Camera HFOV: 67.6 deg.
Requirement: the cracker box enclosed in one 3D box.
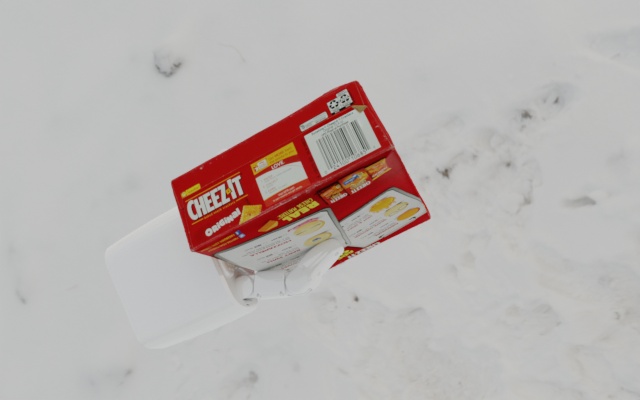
[{"bbox_3d":[0.000,0.002,0.432,0.164,0.072,0.214,-28,-22,11],"label":"cracker box"}]
